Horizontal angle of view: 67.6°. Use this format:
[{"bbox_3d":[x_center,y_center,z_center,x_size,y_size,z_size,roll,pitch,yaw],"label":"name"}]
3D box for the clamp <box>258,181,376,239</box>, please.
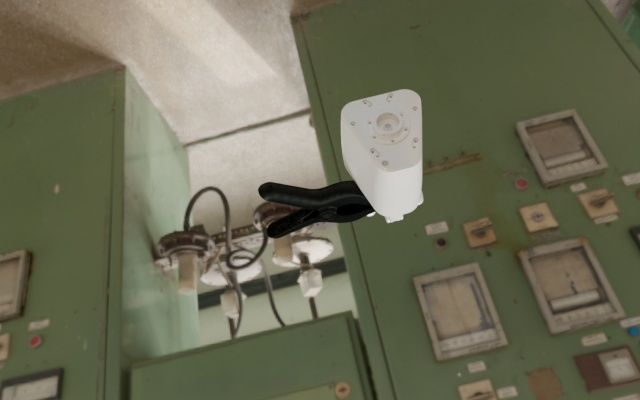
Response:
[{"bbox_3d":[0.000,0.003,0.626,0.171,0.039,0.120,-14,-26,2],"label":"clamp"}]
